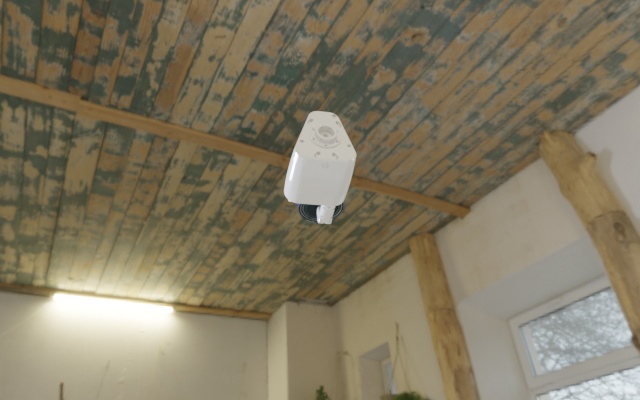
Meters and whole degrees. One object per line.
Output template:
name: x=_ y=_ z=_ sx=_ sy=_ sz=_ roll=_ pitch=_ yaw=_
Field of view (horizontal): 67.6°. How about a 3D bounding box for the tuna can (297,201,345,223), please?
tuna can: x=0.000 y=0.002 z=0.872 sx=0.086 sy=0.033 sz=0.086 roll=-4 pitch=-40 yaw=-3
